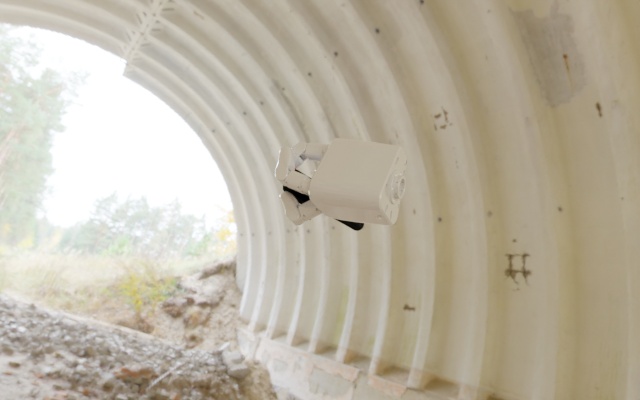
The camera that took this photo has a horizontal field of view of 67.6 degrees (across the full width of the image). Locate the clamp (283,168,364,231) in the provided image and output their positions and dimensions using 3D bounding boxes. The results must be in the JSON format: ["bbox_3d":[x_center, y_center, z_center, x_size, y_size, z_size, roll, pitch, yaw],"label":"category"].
[{"bbox_3d":[0.000,0.002,0.777,0.120,0.039,0.171,8,-20,26],"label":"clamp"}]
